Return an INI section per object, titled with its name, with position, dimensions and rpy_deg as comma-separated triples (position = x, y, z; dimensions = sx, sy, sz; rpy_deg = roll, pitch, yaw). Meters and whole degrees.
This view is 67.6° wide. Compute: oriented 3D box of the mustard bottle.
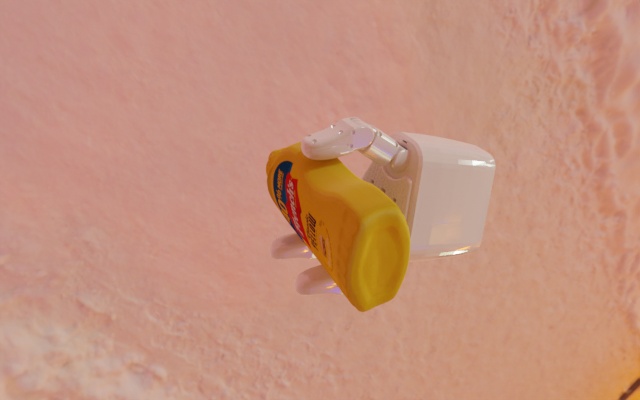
[mustard bottle]
position = 0.000, 0.002, 0.417
dimensions = 0.058, 0.096, 0.191
rpy_deg = -20, 38, -20
